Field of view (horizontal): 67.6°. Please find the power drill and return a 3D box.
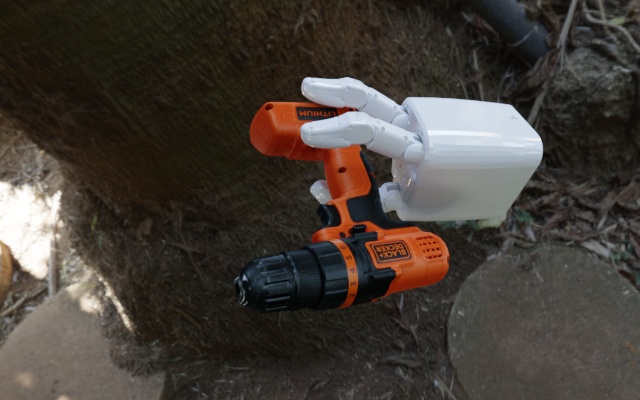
[{"bbox_3d":[0.000,0.001,0.405,0.184,0.187,0.057,-3,-33,-31],"label":"power drill"}]
